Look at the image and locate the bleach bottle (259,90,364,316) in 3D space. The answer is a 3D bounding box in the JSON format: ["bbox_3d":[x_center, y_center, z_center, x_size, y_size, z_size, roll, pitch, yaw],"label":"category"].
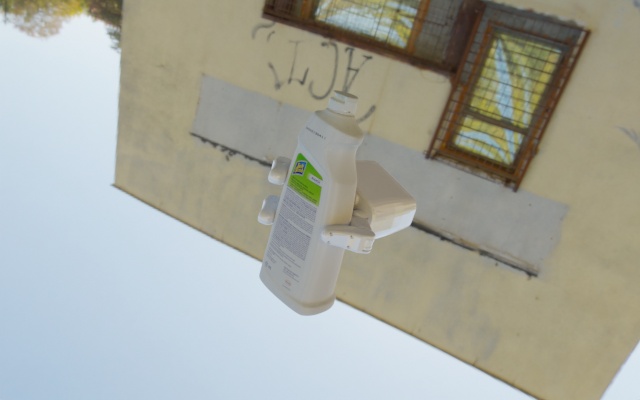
[{"bbox_3d":[0.000,0.002,0.553,0.102,0.251,0.068,32,26,35],"label":"bleach bottle"}]
